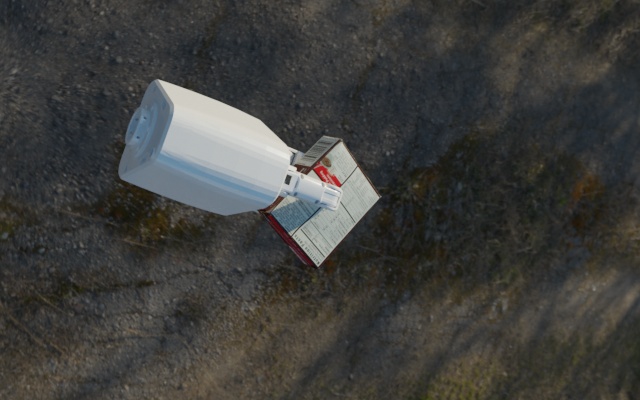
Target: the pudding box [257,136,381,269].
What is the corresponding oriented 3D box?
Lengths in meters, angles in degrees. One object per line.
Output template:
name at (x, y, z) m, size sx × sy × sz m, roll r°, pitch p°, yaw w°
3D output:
pudding box at (0.000, 0.002, 0.505) m, size 0.113 × 0.090 × 0.039 m, roll -46°, pitch 30°, yaw -16°
